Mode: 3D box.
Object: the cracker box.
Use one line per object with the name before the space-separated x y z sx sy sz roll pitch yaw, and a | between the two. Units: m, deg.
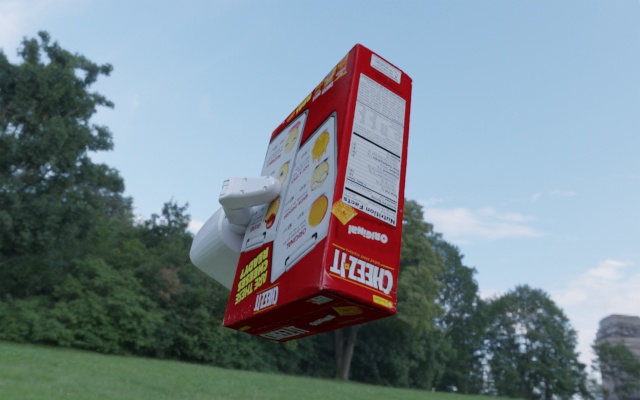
cracker box | 0.000 0.001 0.412 0.072 0.213 0.164 23 -31 -24
